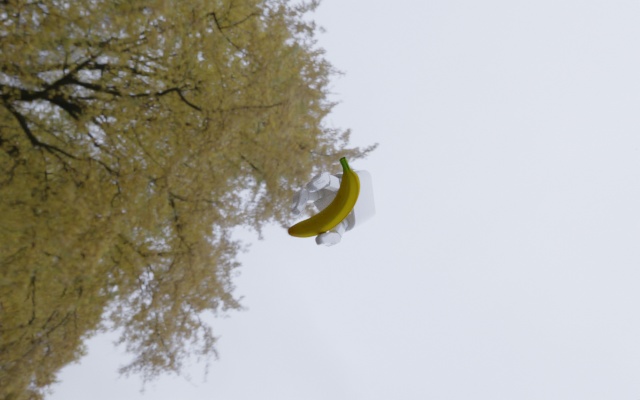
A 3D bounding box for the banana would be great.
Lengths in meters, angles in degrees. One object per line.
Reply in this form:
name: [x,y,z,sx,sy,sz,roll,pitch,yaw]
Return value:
banana: [0.015,0.013,0.846,0.198,0.069,0.037,-53,-14,30]
